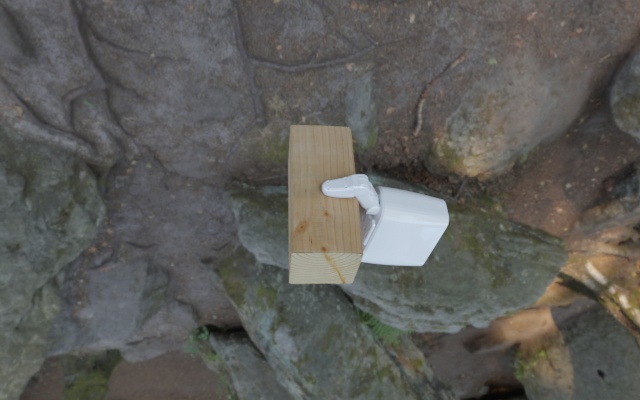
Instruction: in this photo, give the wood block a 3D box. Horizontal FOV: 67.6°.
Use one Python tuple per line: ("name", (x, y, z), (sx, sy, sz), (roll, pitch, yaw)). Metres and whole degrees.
("wood block", (0.001, 0.002, 0.665), (0.090, 0.206, 0.091), (1, -34, -6))
